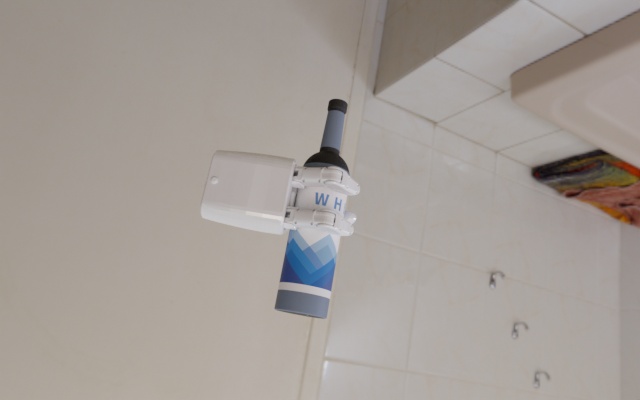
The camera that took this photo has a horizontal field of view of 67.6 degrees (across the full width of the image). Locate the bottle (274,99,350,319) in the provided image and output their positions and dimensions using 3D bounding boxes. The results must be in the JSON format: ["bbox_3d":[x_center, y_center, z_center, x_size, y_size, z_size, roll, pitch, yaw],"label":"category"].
[{"bbox_3d":[0.000,0.002,0.633,0.069,0.295,0.069,9,-16,3],"label":"bottle"}]
